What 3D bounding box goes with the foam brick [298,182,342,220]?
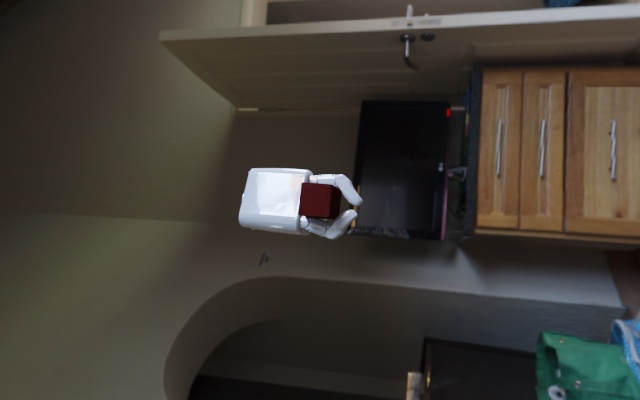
[{"bbox_3d":[0.000,0.002,0.764,0.051,0.053,0.078,6,-5,14],"label":"foam brick"}]
